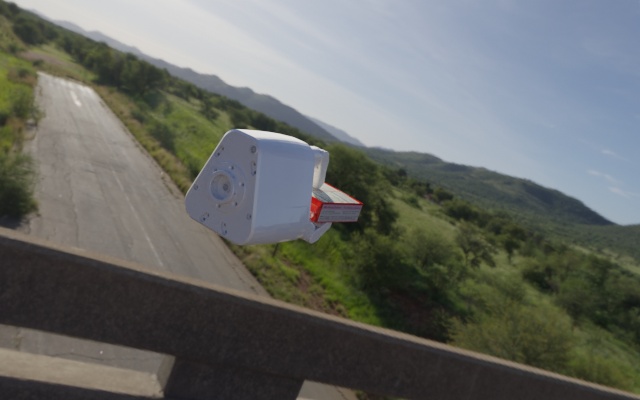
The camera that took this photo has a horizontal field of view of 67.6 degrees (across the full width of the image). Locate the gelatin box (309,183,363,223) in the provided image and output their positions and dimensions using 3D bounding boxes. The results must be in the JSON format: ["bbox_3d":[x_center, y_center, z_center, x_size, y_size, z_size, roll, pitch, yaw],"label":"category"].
[{"bbox_3d":[0.000,0.002,0.622,0.073,0.030,0.089,30,19,37],"label":"gelatin box"}]
